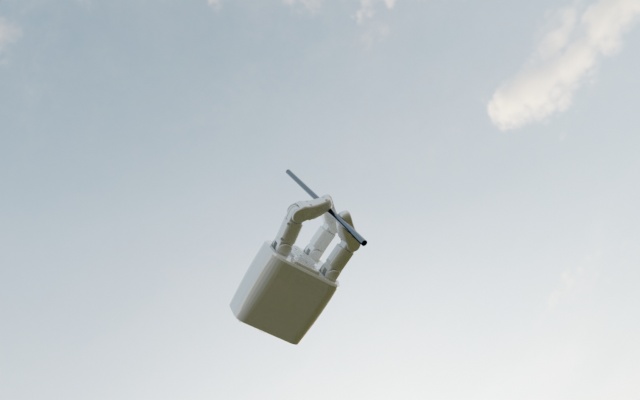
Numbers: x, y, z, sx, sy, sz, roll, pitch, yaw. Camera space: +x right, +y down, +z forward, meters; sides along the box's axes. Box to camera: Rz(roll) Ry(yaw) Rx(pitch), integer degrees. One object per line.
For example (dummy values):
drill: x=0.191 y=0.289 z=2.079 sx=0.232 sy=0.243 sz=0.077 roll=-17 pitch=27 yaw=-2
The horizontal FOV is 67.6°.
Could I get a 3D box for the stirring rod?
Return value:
stirring rod: x=0.000 y=0.002 z=0.654 sx=0.011 sy=0.011 sz=0.239 roll=0 pitch=23 yaw=-28
